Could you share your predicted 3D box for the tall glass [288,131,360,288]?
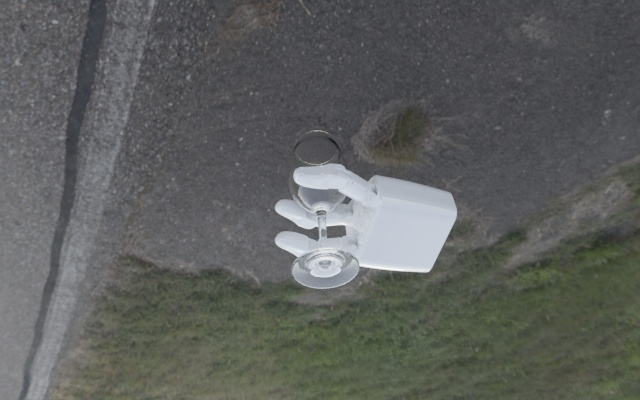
[{"bbox_3d":[0.000,0.002,0.582,0.079,0.200,0.079,-3,-42,-2],"label":"tall glass"}]
